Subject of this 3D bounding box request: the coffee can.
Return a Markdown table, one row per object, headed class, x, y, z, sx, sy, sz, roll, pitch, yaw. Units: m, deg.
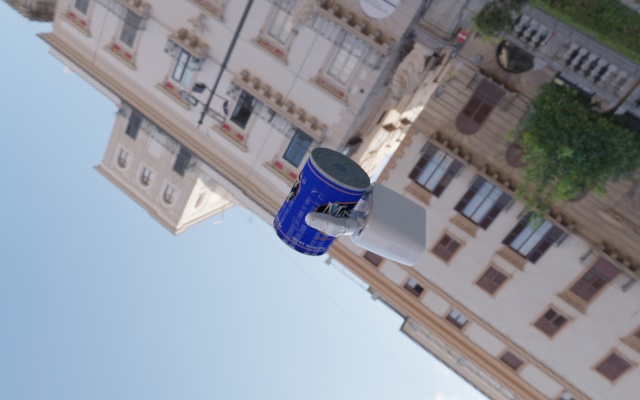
| class | x | y | z | sx | sy | sz | roll | pitch | yaw |
| --- | --- | --- | --- | --- | --- | --- | --- | --- | --- |
| coffee can | 0.000 | 0.002 | 0.753 | 0.103 | 0.140 | 0.102 | 24 | 27 | -13 |
